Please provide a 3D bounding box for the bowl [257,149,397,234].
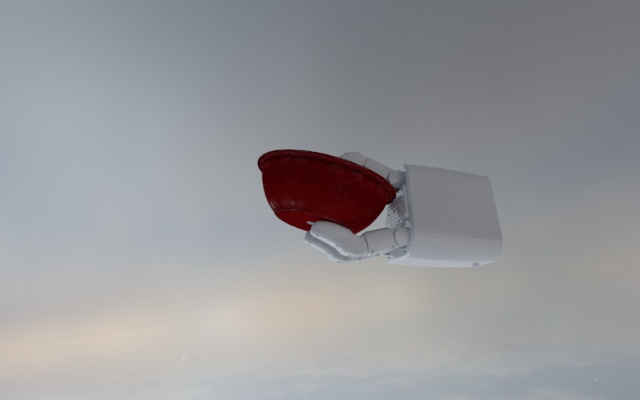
[{"bbox_3d":[-0.001,0.002,0.535,0.162,0.055,0.162,14,-16,4],"label":"bowl"}]
